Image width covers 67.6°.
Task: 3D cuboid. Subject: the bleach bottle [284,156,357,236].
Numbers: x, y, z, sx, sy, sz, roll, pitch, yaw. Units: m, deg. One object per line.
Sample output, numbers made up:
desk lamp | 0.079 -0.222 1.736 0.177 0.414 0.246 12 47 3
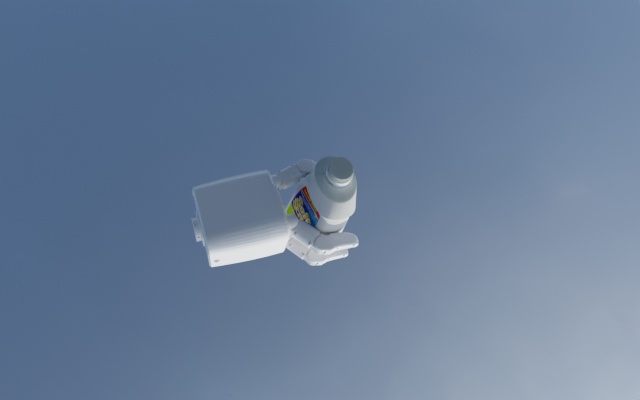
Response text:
bleach bottle | 0.000 0.002 0.658 0.068 0.102 0.251 -13 -19 -15
